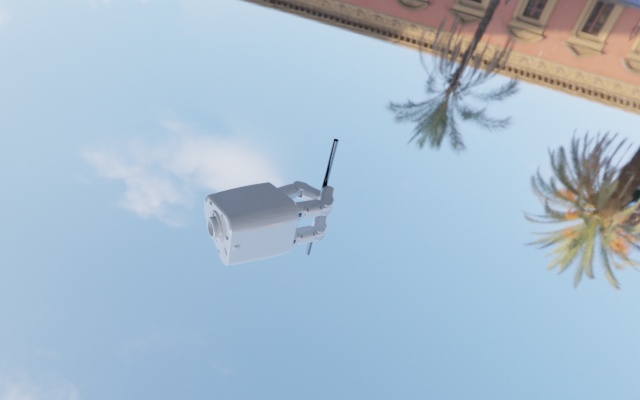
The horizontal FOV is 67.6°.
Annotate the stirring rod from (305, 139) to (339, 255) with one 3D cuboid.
[{"bbox_3d":[0.000,0.002,0.787,0.011,0.240,0.011,9,38,-7],"label":"stirring rod"}]
